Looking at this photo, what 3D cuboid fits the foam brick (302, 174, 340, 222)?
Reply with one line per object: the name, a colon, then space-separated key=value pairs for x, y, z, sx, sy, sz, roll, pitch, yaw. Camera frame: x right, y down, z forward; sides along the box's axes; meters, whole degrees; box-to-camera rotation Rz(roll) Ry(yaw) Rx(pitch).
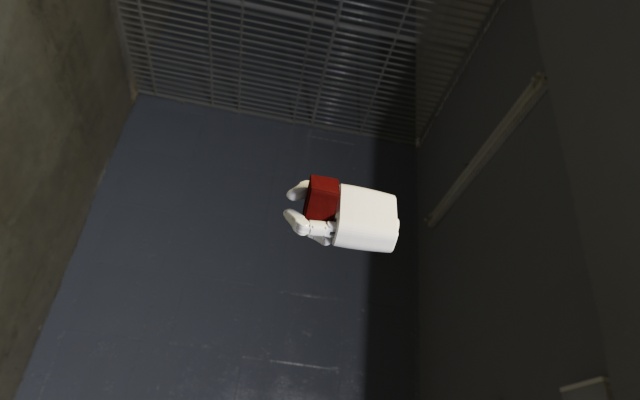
foam brick: x=0.000 y=0.002 z=0.821 sx=0.051 sy=0.078 sz=0.053 roll=10 pitch=32 yaw=-6
